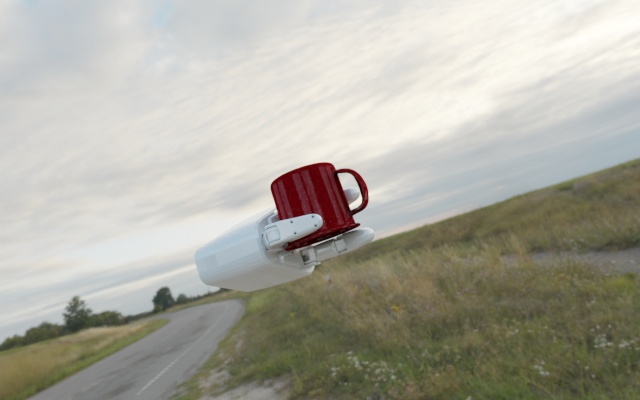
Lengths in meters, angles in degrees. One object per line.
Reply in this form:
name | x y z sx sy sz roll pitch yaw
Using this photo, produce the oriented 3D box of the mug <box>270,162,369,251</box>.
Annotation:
mug | 0.001 0.001 0.555 0.117 0.081 0.093 -23 -9 25
